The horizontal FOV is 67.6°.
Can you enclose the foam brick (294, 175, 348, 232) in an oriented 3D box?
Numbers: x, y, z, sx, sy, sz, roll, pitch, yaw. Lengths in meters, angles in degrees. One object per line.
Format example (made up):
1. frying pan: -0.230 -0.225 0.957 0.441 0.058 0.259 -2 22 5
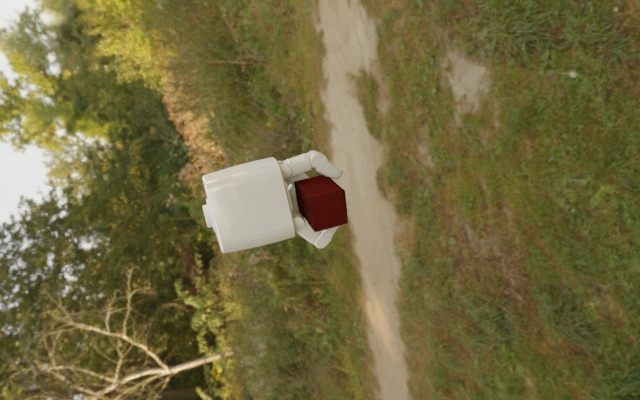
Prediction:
1. foam brick: 0.000 0.002 0.679 0.051 0.053 0.078 -14 23 -15
